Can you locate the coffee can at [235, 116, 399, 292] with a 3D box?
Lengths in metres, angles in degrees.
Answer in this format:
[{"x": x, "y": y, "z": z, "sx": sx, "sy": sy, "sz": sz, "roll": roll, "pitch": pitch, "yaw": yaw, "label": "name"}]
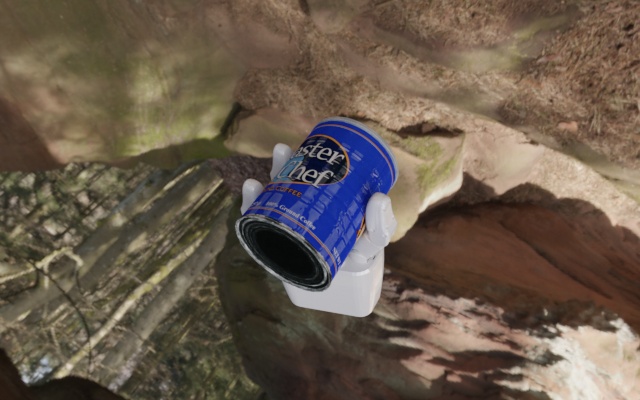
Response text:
[{"x": 0.000, "y": 0.001, "z": 0.463, "sx": 0.103, "sy": 0.103, "sz": 0.140, "roll": 0, "pitch": 44, "yaw": 45, "label": "coffee can"}]
